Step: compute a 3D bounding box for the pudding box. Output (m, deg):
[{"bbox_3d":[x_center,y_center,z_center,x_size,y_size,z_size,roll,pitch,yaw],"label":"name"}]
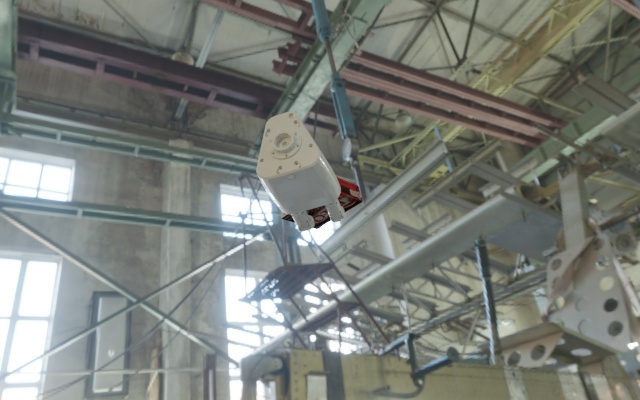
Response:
[{"bbox_3d":[0.000,0.002,0.807,0.113,0.039,0.090,-31,-35,33],"label":"pudding box"}]
